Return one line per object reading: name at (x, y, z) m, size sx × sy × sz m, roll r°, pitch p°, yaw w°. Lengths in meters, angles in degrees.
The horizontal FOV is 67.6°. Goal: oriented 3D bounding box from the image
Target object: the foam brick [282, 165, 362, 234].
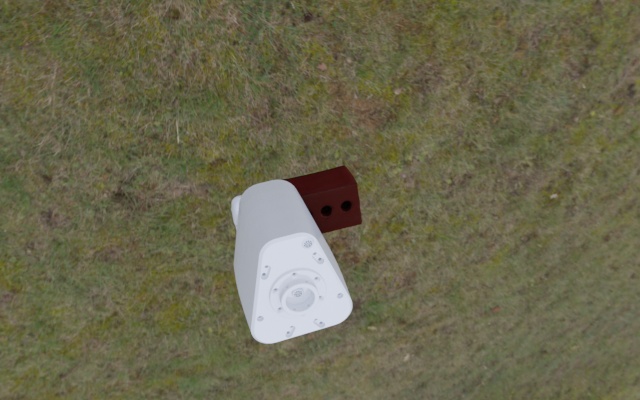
foam brick at (0.000, 0.002, 0.519) m, size 0.078 × 0.053 × 0.051 m, roll -14°, pitch 27°, yaw -10°
